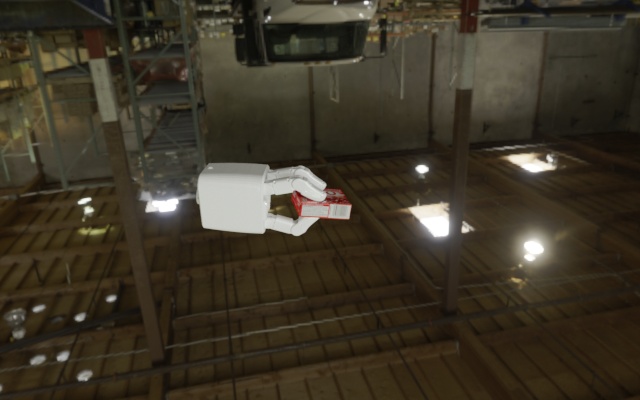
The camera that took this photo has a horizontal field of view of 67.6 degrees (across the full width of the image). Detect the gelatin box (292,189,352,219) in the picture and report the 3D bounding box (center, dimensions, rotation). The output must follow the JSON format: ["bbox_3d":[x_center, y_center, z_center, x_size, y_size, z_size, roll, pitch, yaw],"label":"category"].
[{"bbox_3d":[0.000,0.003,0.812,0.089,0.030,0.073,4,21,-15],"label":"gelatin box"}]
